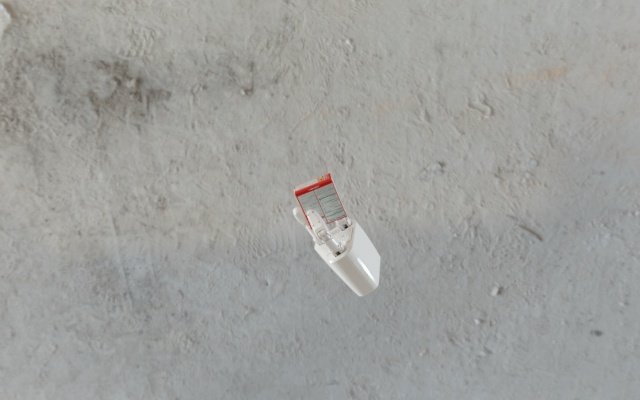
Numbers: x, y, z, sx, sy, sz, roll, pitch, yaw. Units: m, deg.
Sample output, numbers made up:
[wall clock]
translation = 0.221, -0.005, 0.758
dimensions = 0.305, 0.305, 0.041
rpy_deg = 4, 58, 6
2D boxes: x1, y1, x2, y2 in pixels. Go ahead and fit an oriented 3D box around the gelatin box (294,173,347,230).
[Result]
[gelatin box]
translation = 0.000, 0.003, 0.883
dimensions = 0.073, 0.089, 0.030
rpy_deg = -21, 30, 4
